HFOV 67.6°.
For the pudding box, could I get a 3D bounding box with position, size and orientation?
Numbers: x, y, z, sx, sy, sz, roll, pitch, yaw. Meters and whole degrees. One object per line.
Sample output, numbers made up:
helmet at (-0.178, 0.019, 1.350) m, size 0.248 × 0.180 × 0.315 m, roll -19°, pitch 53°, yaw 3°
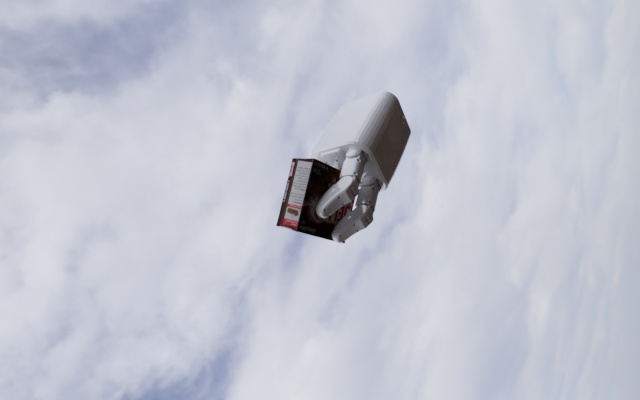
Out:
pudding box at (0.000, 0.002, 0.609) m, size 0.039 × 0.090 × 0.113 m, roll 9°, pitch -6°, yaw 38°
